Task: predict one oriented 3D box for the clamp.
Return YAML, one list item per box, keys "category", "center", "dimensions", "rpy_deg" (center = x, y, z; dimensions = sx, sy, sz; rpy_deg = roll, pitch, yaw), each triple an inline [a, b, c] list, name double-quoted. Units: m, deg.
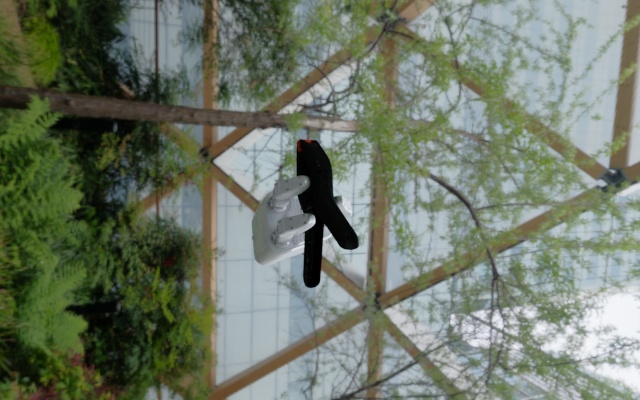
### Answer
- category: "clamp"
  center: [0.001, 0.002, 0.655]
  dimensions: [0.036, 0.210, 0.165]
  rpy_deg: [0, -20, -22]
